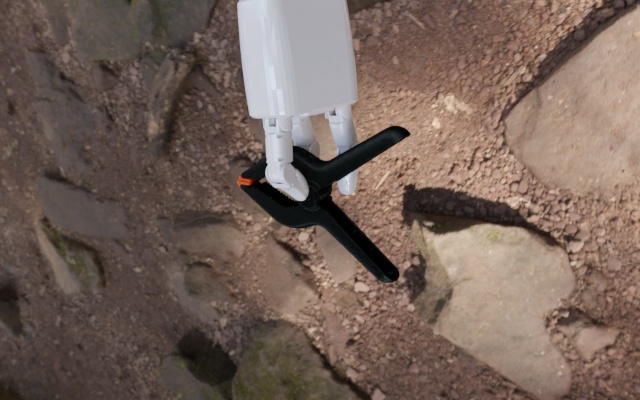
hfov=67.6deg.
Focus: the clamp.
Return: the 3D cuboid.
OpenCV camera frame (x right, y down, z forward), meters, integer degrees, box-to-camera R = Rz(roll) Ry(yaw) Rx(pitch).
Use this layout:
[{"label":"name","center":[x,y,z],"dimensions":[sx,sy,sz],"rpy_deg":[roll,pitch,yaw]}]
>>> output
[{"label":"clamp","center":[-0.001,0.002,0.521],"dimensions":[0.210,0.164,0.036],"rpy_deg":[5,18,31]}]
